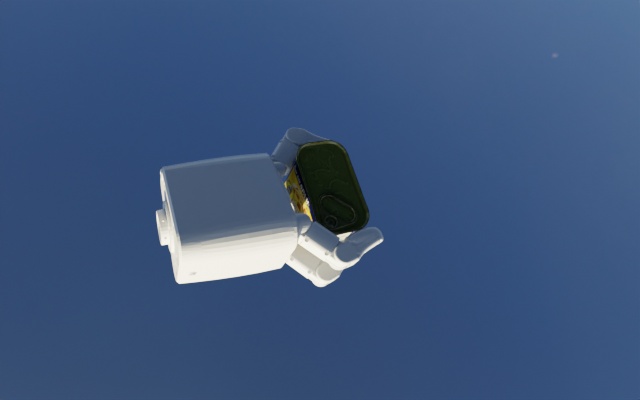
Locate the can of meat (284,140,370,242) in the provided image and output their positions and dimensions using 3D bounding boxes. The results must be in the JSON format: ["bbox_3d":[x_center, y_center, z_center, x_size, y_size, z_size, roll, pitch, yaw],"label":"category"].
[{"bbox_3d":[0.000,0.002,0.508,0.057,0.102,0.084,-10,-21,-23],"label":"can of meat"}]
